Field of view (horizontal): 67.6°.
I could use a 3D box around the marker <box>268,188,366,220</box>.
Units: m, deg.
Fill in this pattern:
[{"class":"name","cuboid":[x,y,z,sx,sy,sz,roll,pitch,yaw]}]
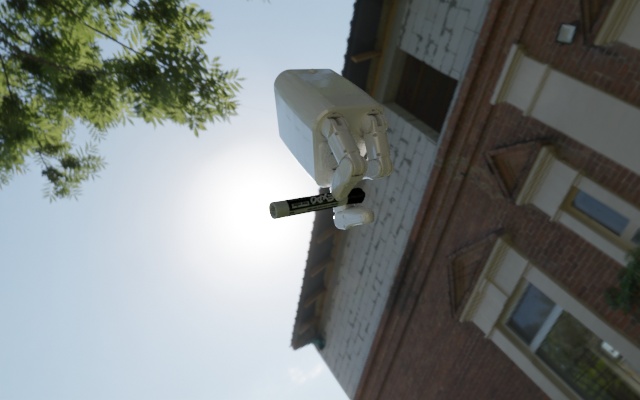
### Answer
[{"class":"marker","cuboid":[0.000,0.002,0.525,0.121,0.020,0.020,-10,5,-33]}]
